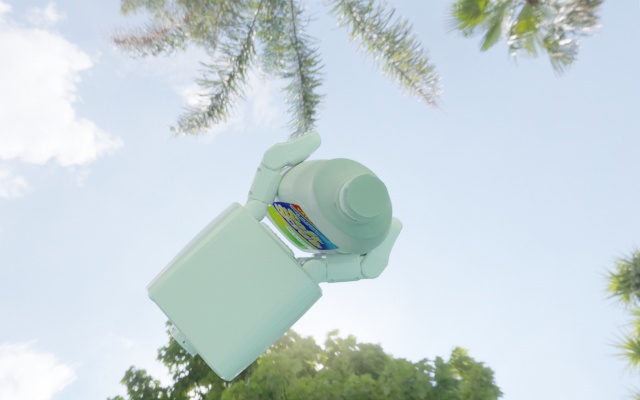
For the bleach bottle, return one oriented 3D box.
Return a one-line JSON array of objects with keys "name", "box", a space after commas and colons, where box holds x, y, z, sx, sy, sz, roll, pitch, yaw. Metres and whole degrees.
[{"name": "bleach bottle", "box": [0.000, 0.001, 0.430, 0.068, 0.102, 0.251, -42, 4, -12]}]
